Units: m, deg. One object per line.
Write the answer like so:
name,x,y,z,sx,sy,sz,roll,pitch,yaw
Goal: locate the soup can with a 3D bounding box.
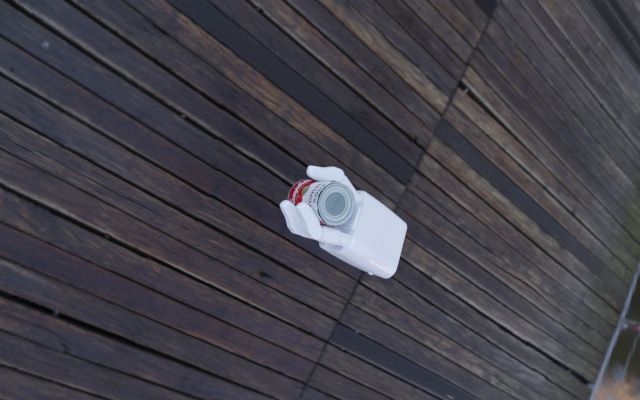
soup can,0.000,0.002,0.753,0.068,0.068,0.102,0,4,-29
